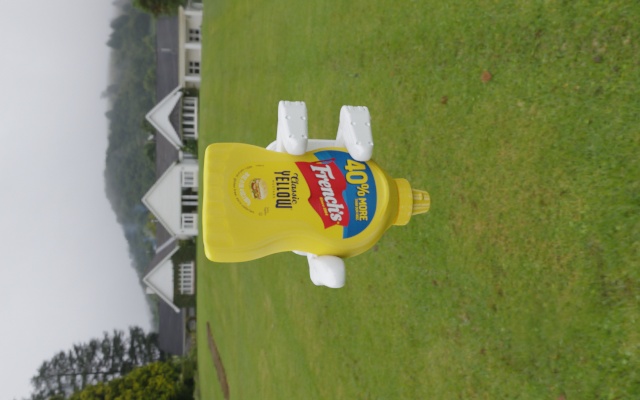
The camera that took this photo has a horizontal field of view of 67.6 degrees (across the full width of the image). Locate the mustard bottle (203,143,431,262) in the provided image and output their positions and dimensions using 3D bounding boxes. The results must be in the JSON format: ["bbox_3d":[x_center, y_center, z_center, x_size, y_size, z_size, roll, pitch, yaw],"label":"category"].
[{"bbox_3d":[0.000,0.001,0.404,0.191,0.096,0.058,0,-24,-11],"label":"mustard bottle"}]
